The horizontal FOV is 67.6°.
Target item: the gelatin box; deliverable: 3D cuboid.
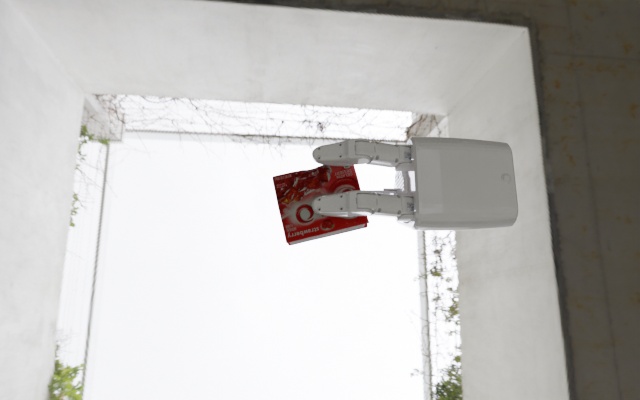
[{"bbox_3d":[0.000,0.002,0.505,0.089,0.073,0.030,-13,-13,-1],"label":"gelatin box"}]
